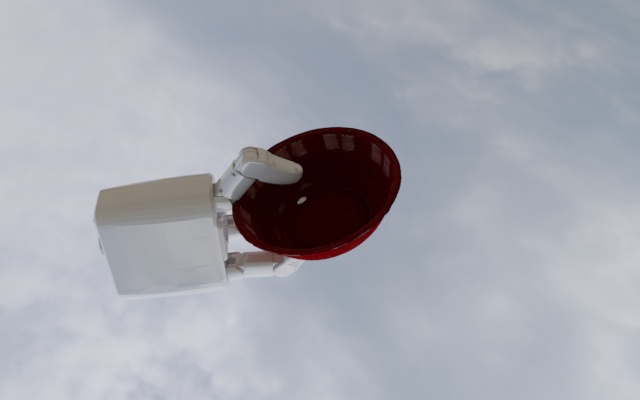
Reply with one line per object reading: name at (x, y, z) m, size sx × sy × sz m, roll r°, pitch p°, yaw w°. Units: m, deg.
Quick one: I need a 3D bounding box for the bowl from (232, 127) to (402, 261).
bowl at (0.001, 0.002, 0.458) m, size 0.162 × 0.162 × 0.055 m, roll 0°, pitch -42°, yaw 20°
